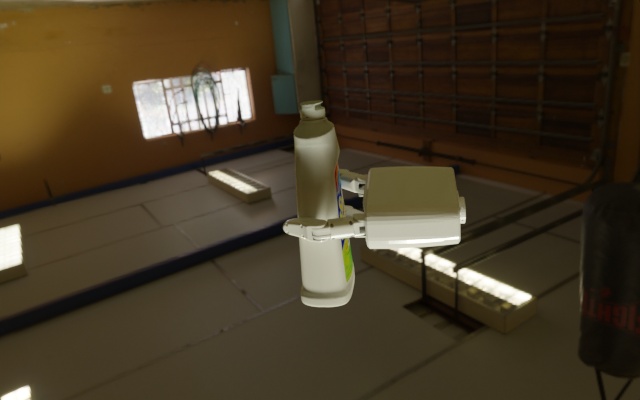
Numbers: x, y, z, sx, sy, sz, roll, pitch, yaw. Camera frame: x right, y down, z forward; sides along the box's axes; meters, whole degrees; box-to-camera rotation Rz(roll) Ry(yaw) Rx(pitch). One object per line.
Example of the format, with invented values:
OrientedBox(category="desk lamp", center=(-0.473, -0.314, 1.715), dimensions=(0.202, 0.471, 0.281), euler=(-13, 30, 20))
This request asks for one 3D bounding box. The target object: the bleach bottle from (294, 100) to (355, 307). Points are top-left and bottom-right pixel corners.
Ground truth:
OrientedBox(category="bleach bottle", center=(0.000, 0.002, 0.610), dimensions=(0.068, 0.251, 0.102), euler=(-2, 19, 11))
